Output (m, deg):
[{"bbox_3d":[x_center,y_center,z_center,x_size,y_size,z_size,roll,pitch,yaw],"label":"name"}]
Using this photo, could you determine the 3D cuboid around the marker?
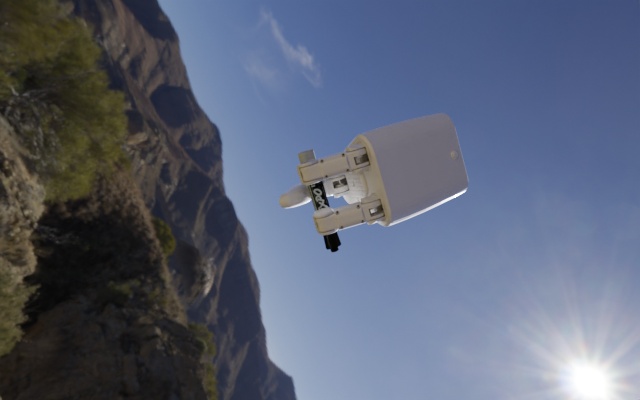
[{"bbox_3d":[0.000,0.002,0.546,0.020,0.121,0.020,-16,9,3],"label":"marker"}]
